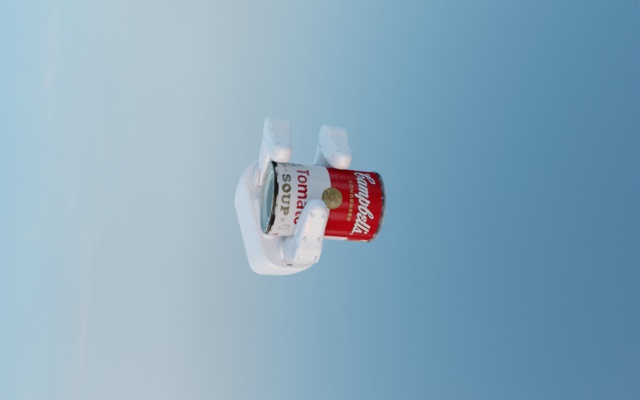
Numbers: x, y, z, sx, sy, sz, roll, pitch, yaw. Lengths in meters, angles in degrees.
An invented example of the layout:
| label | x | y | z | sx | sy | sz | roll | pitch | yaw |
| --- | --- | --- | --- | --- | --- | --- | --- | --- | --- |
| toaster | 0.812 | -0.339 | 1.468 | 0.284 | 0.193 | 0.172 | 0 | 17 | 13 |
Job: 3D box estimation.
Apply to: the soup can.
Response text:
| label | x | y | z | sx | sy | sz | roll | pitch | yaw |
| --- | --- | --- | --- | --- | --- | --- | --- | --- | --- |
| soup can | 0.000 | 0.001 | 0.440 | 0.102 | 0.068 | 0.068 | 6 | -2 | -16 |
